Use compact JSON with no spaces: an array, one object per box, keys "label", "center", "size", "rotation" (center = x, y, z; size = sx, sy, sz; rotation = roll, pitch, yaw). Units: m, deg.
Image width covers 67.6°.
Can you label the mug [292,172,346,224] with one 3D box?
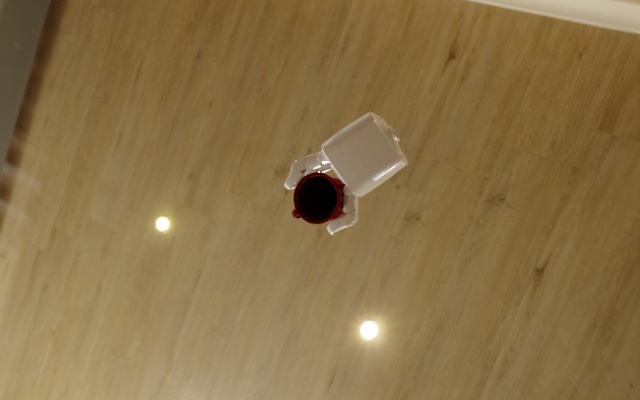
[{"label":"mug","center":[-0.001,0.004,0.887],"size":[0.117,0.093,0.081],"rotation":[-33,-14,21]}]
